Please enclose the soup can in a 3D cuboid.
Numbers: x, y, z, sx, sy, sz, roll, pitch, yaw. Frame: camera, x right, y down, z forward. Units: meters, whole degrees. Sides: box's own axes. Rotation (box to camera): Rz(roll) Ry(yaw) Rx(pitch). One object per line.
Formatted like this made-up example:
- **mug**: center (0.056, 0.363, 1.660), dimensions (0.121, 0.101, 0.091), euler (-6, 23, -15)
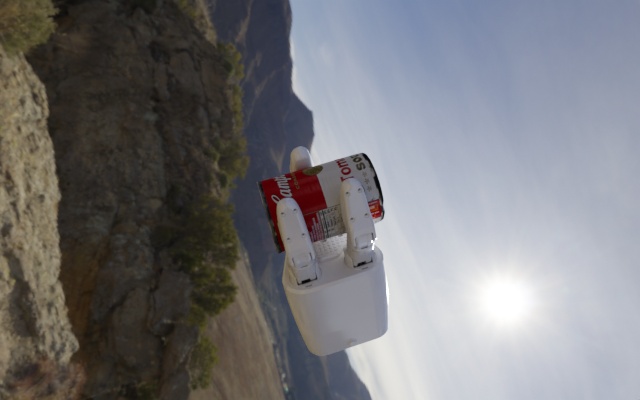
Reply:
- **soup can**: center (0.000, 0.001, 0.436), dimensions (0.102, 0.068, 0.068), euler (-17, 2, -6)
